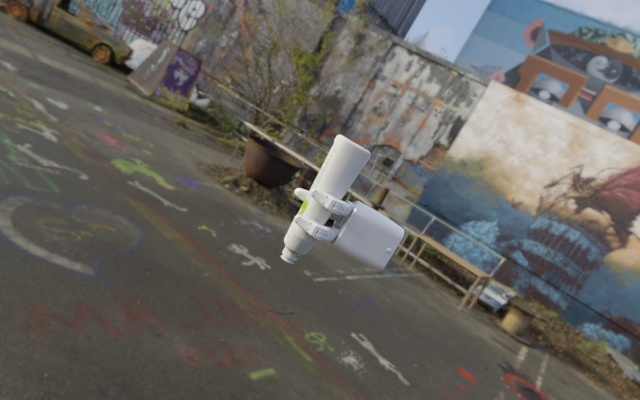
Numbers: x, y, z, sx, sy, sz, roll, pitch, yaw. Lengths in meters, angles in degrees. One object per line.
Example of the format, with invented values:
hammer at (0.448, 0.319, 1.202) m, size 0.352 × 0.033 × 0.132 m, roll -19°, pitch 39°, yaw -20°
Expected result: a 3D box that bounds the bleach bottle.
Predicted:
bleach bottle at (0.000, 0.003, 0.886) m, size 0.068 × 0.251 × 0.102 m, roll 29°, pitch 8°, yaw -8°
